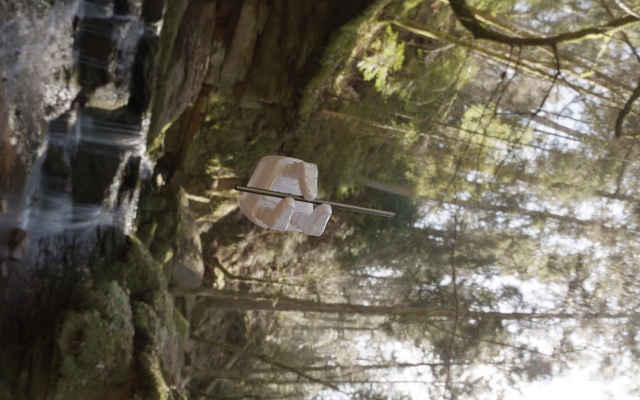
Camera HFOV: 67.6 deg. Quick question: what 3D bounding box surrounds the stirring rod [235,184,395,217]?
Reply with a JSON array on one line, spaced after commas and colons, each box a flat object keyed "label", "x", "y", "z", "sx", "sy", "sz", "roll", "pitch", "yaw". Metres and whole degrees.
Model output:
[{"label": "stirring rod", "x": 0.000, "y": 0.002, "z": 0.658, "sx": 0.239, "sy": 0.011, "sz": 0.011, "roll": 10, "pitch": -4, "yaw": -24}]
